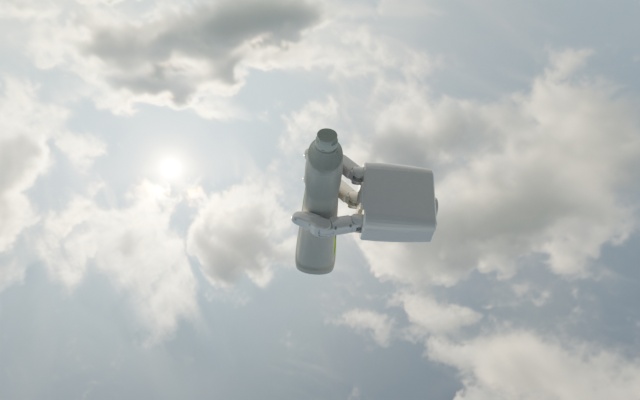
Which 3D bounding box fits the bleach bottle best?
[{"bbox_3d":[0.000,0.002,0.724,0.068,0.102,0.251,4,-42,-1],"label":"bleach bottle"}]
